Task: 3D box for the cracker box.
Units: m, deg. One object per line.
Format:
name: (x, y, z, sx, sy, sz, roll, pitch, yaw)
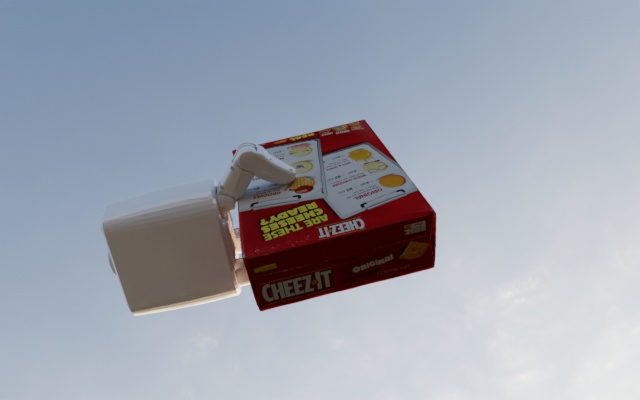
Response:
cracker box: (0.000, 0.001, 0.488, 0.164, 0.072, 0.213, -14, 33, -5)
